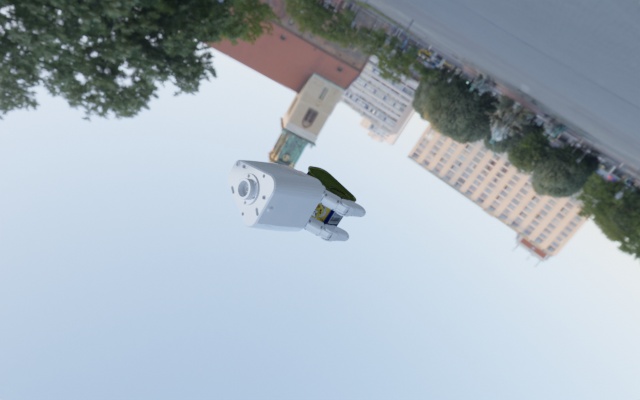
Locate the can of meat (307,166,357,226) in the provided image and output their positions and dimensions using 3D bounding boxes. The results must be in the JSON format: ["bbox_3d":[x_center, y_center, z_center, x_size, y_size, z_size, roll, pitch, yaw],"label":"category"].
[{"bbox_3d":[0.000,0.003,0.840,0.102,0.084,0.057,44,23,30],"label":"can of meat"}]
